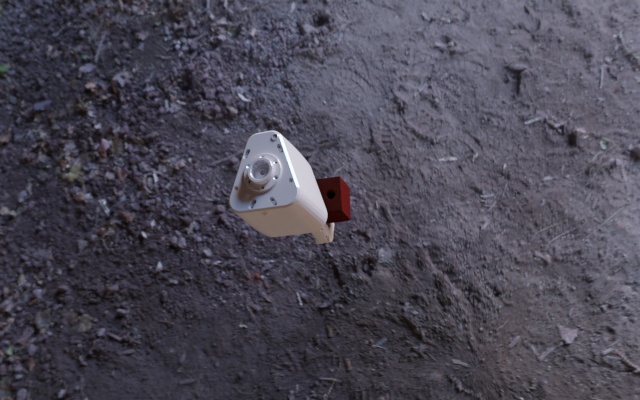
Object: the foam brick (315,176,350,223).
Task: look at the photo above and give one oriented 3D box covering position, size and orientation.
[{"bbox_3d":[0.000,0.002,0.687,0.078,0.053,0.051,-8,-20,15],"label":"foam brick"}]
